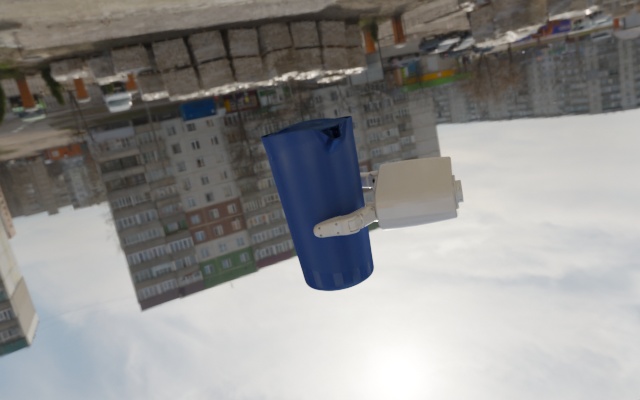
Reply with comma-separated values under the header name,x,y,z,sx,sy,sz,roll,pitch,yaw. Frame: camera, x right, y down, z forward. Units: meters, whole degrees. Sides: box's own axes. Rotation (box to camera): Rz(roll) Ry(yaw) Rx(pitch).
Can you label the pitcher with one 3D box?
name,x,y,z,sx,sy,sz,roll,pitch,yaw
pitcher,0.000,0.002,0.712,0.145,0.243,0.149,-9,13,18
